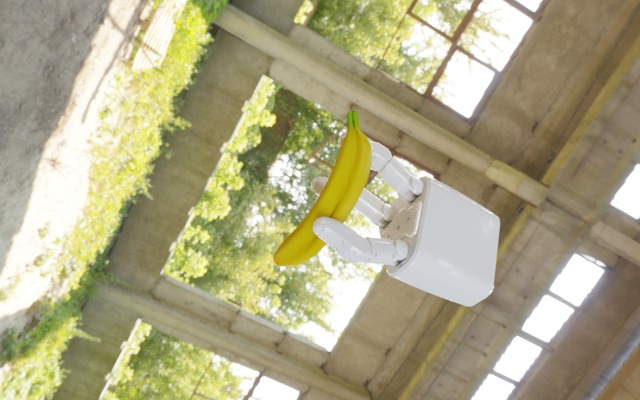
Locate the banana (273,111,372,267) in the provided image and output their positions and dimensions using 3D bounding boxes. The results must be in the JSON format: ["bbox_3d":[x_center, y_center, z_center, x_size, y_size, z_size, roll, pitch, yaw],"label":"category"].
[{"bbox_3d":[0.005,0.007,0.502,0.037,0.198,0.069,22,21,-20],"label":"banana"}]
